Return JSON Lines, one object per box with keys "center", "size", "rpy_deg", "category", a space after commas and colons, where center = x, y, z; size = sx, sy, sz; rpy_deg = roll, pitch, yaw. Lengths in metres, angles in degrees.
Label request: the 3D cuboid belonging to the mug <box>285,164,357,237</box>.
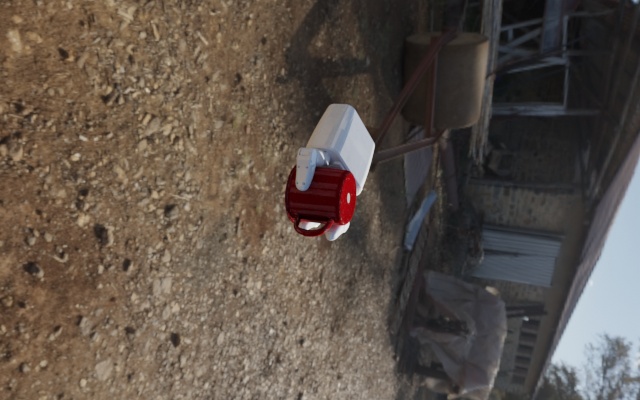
{"center": [0.000, 0.003, 0.696], "size": [0.081, 0.117, 0.093], "rpy_deg": [6, -38, 22], "category": "mug"}
